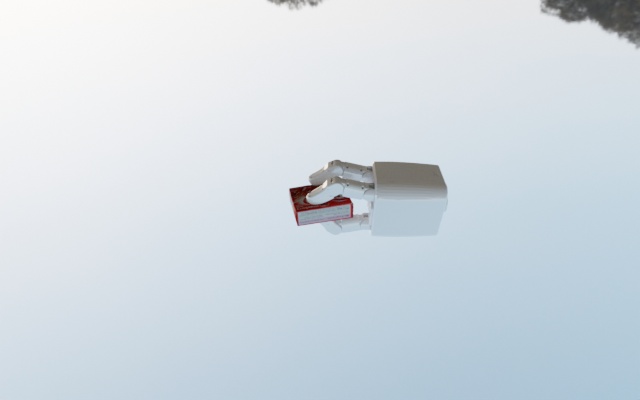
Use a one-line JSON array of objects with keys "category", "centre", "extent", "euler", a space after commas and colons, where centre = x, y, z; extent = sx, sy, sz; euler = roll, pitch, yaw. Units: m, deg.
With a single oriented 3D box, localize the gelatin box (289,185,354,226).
[{"category": "gelatin box", "centre": [0.000, 0.003, 0.738], "extent": [0.089, 0.030, 0.073], "euler": [-9, 32, -8]}]
